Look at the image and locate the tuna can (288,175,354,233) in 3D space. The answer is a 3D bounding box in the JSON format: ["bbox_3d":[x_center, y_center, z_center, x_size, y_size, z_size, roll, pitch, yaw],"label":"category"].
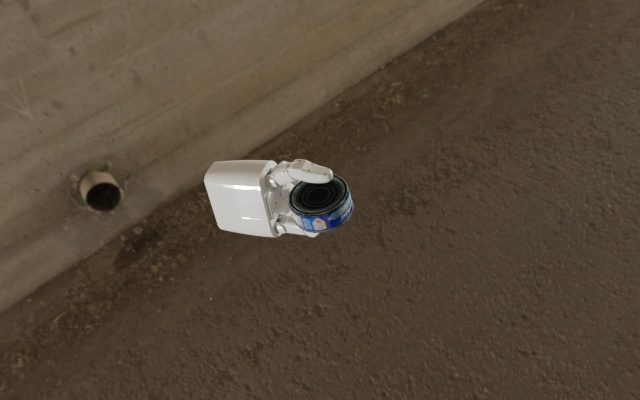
[{"bbox_3d":[0.000,0.002,0.651,0.086,0.034,0.086,-9,42,8],"label":"tuna can"}]
